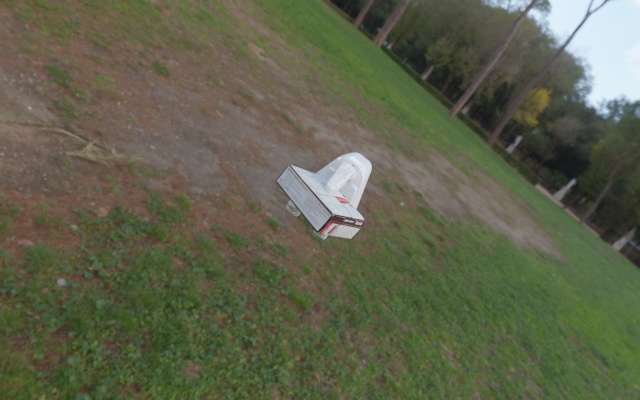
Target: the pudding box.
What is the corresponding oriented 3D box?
[{"bbox_3d":[0.000,0.002,0.684,0.090,0.039,0.113,13,29,-54],"label":"pudding box"}]
